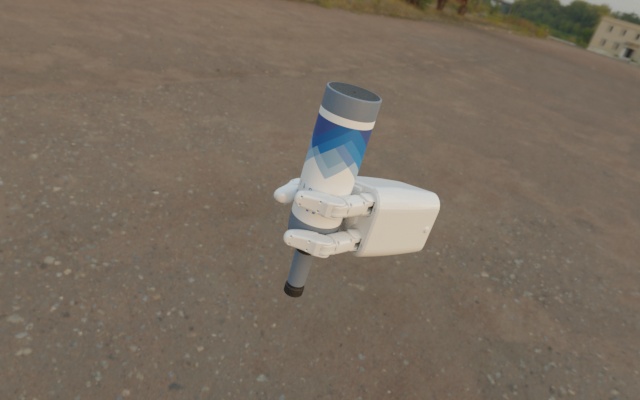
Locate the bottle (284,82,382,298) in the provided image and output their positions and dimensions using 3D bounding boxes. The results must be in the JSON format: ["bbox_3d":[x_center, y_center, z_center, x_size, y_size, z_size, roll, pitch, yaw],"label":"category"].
[{"bbox_3d":[0.000,0.002,0.610,0.069,0.296,0.069,14,26,-7],"label":"bottle"}]
